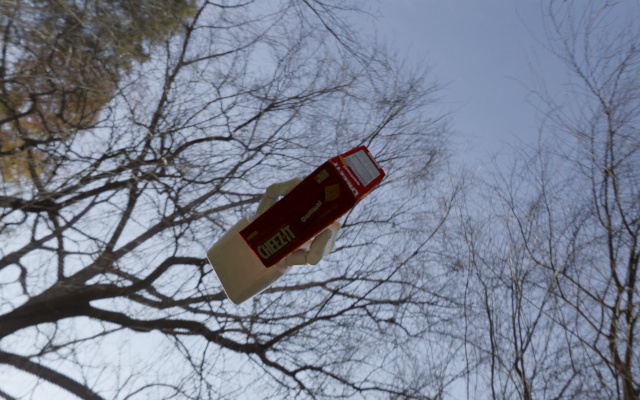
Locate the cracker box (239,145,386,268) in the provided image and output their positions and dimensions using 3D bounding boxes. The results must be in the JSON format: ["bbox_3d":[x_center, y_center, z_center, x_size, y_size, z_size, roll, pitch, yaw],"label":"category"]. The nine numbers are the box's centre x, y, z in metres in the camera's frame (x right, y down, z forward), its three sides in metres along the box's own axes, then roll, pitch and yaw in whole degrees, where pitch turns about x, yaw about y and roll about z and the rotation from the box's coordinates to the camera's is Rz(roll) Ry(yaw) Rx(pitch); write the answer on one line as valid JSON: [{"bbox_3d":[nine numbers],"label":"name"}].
[{"bbox_3d":[0.000,0.002,0.706,0.164,0.072,0.213,-38,-1,21],"label":"cracker box"}]
